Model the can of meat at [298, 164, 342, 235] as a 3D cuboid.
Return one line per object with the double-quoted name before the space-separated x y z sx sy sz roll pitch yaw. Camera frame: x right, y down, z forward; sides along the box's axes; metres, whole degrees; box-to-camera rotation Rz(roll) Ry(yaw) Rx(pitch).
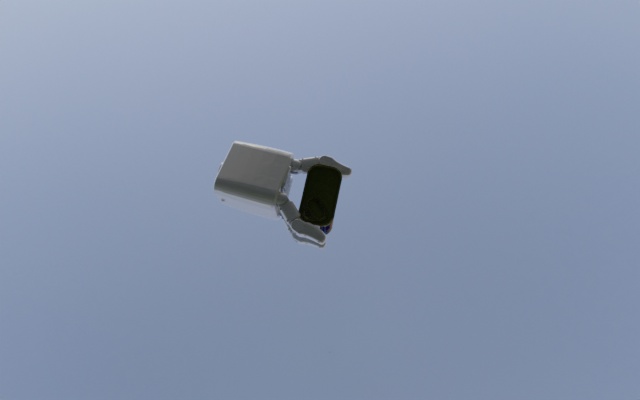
"can of meat" 0.000 0.003 0.799 0.057 0.102 0.084 11 -17 3
